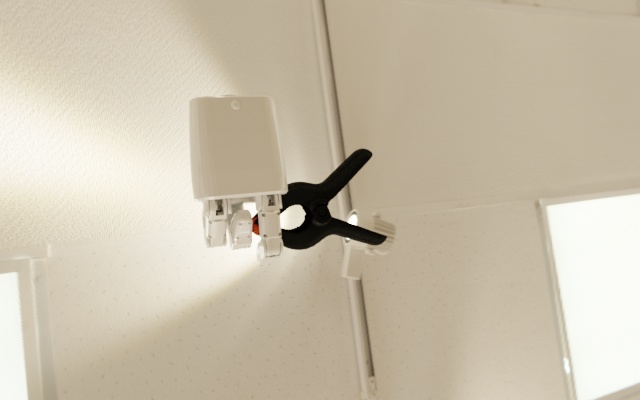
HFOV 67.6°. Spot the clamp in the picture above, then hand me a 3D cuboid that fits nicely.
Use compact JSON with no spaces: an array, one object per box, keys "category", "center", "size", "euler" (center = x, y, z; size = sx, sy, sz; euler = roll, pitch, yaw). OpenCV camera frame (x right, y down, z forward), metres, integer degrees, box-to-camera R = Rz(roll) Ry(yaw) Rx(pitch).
[{"category":"clamp","center":[0.000,0.002,0.563],"size":[0.171,0.120,0.039],"euler":[-5,0,-24]}]
